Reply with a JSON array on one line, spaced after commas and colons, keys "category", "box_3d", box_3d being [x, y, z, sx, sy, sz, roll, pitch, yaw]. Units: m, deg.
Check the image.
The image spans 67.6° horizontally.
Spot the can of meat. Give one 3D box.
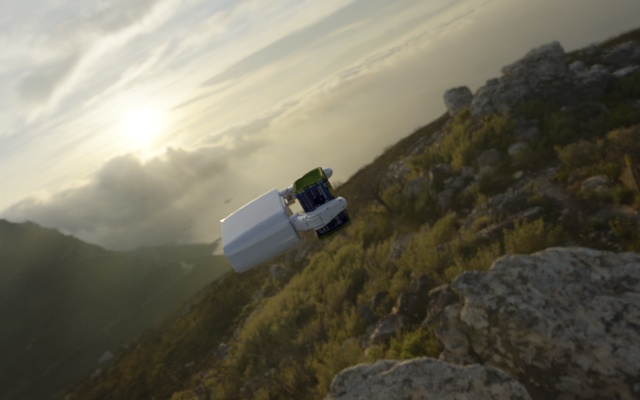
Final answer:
[{"category": "can of meat", "box_3d": [0.000, 0.002, 0.725, 0.057, 0.084, 0.102, -29, 13, 3]}]
